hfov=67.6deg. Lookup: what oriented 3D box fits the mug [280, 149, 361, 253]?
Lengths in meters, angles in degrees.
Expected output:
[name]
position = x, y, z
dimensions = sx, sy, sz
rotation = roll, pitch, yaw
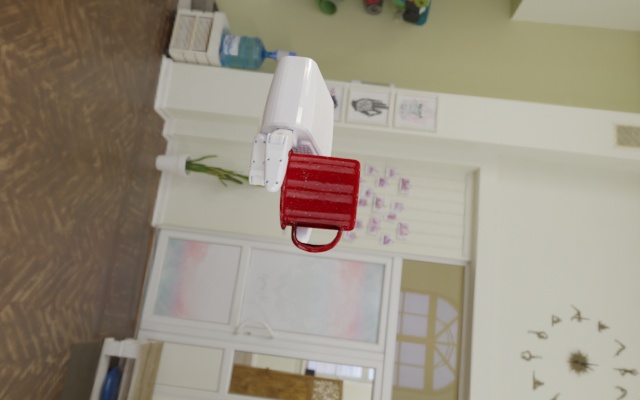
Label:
[mug]
position = 0.000, 0.003, 0.532
dimensions = 0.081, 0.117, 0.093
rotation = 5, -26, 3
